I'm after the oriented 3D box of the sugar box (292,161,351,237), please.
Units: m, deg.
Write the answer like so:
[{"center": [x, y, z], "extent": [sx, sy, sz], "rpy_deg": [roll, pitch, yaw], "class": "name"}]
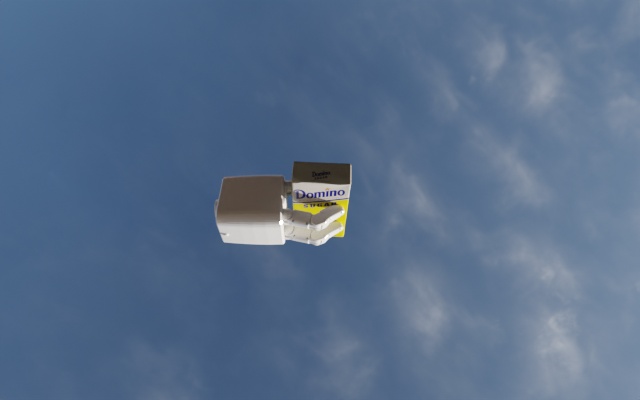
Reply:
[{"center": [0.000, 0.003, 0.805], "extent": [0.093, 0.048, 0.176], "rpy_deg": [2, -29, 1], "class": "sugar box"}]
